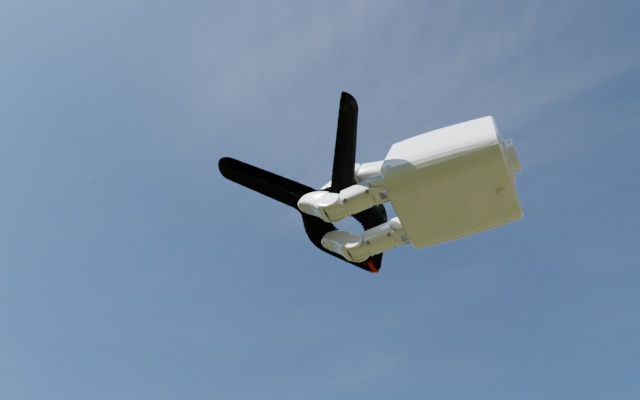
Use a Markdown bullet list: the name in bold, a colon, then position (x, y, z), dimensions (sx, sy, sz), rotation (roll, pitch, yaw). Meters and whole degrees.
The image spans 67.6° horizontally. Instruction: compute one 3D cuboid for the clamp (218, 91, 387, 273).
- **clamp**: position (0.001, 0.002, 0.517), dimensions (0.164, 0.210, 0.036), rotation (-17, 31, 22)
